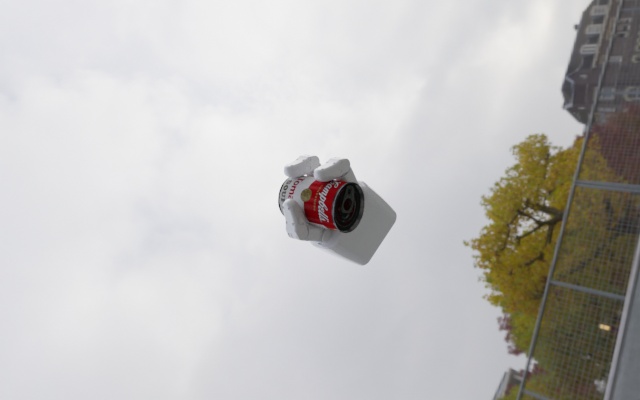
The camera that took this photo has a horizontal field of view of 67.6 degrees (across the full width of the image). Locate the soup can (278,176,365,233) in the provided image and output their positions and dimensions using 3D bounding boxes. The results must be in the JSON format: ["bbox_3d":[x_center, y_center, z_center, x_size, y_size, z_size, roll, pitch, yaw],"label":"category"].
[{"bbox_3d":[0.000,0.002,0.656,0.102,0.068,0.068,11,7,40],"label":"soup can"}]
